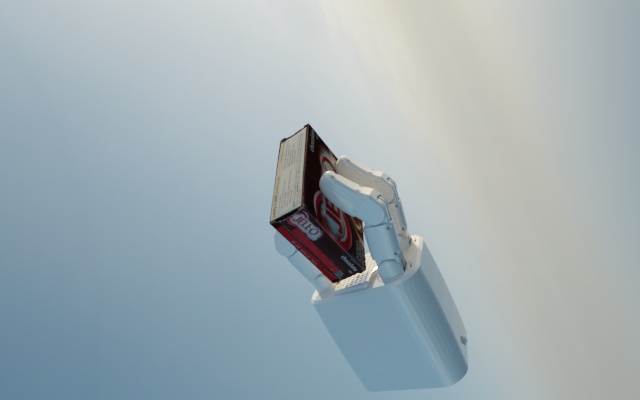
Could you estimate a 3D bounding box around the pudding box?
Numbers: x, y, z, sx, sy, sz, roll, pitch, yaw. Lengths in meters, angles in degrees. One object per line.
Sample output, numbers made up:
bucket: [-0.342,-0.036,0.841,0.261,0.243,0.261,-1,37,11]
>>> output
pudding box: [0.000,0.001,0.416,0.039,0.113,0.090,-27,-53,21]
